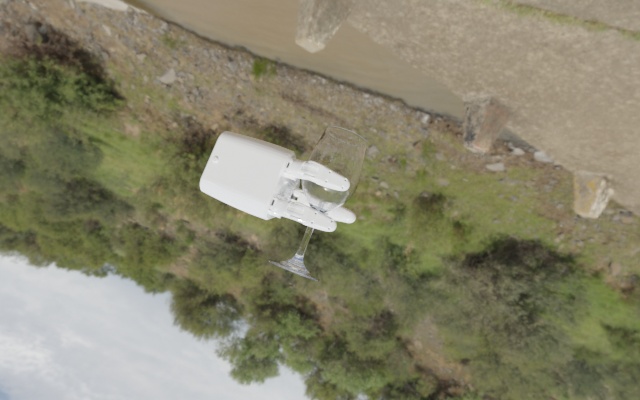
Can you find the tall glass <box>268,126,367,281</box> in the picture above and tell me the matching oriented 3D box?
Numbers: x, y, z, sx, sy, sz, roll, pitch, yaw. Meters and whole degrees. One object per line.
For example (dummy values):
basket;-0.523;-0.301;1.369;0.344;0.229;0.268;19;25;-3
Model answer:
tall glass;0.000;0.003;0.651;0.079;0.201;0.079;22;-6;3
